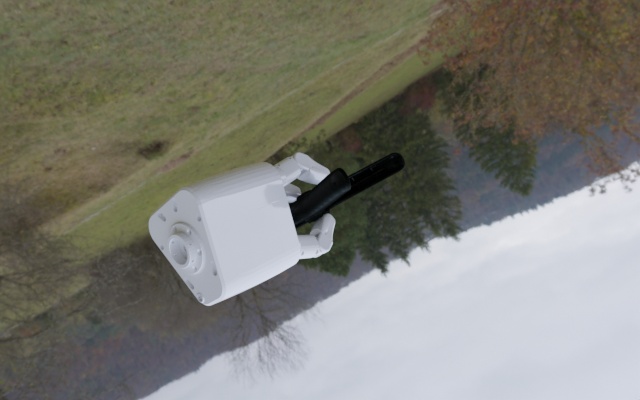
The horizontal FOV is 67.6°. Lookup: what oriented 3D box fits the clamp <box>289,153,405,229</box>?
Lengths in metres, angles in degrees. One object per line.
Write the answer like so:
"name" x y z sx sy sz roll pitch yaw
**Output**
"clamp" 0.000 0.003 0.586 0.210 0.036 0.164 -32 -7 39
